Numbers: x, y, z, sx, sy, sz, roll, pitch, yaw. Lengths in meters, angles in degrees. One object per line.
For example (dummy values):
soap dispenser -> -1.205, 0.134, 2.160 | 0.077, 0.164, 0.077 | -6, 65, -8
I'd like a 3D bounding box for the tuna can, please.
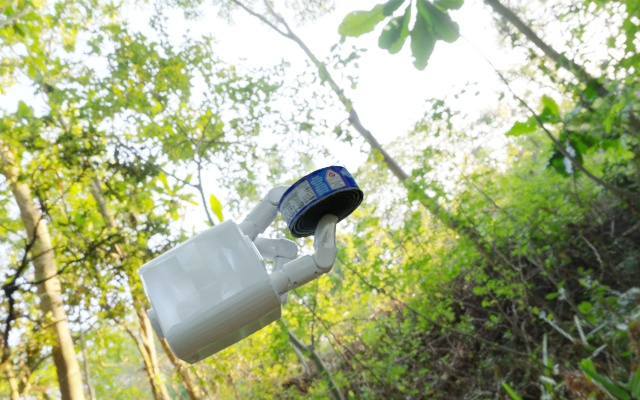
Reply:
tuna can -> 0.000, 0.001, 0.496 | 0.086, 0.033, 0.086 | -26, -22, -11
